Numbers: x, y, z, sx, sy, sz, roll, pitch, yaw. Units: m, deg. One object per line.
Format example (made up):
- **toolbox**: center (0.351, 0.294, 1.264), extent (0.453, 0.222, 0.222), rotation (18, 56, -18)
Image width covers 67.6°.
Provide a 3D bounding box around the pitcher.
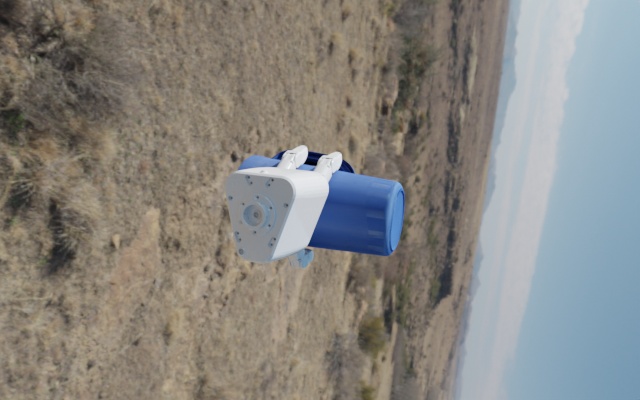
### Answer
- **pitcher**: center (0.000, 0.002, 0.721), extent (0.243, 0.149, 0.145), rotation (8, 6, 19)
